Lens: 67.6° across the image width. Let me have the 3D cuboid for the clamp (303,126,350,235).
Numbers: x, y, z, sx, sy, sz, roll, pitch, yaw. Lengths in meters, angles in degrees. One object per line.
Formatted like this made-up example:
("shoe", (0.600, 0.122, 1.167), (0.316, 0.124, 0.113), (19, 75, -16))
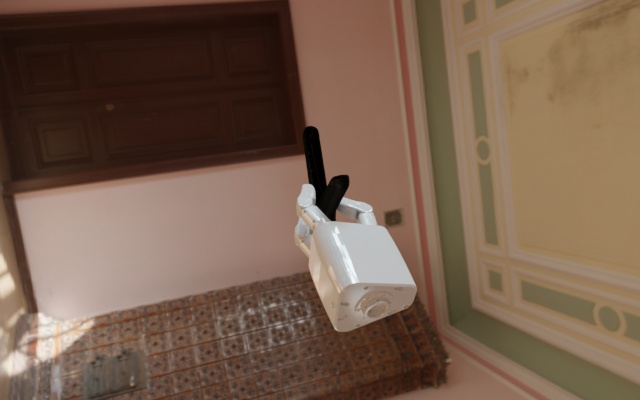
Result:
("clamp", (0.001, 0.003, 0.722), (0.036, 0.210, 0.164), (-7, 41, -14))
